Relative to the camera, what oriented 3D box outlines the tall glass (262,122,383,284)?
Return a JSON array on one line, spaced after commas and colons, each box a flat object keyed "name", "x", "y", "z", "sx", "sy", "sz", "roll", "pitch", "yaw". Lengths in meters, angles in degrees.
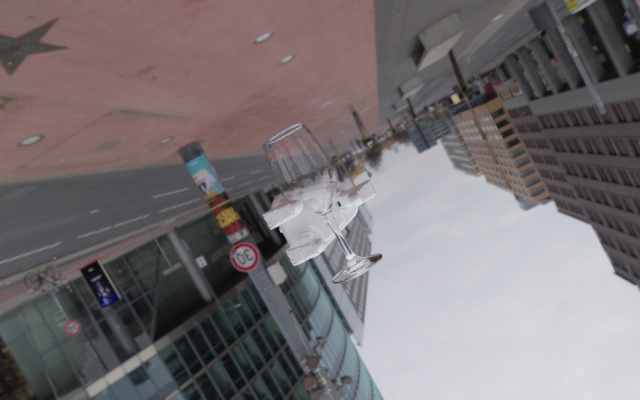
[{"name": "tall glass", "x": 0.001, "y": 0.003, "z": 0.617, "sx": 0.079, "sy": 0.201, "sz": 0.079, "roll": -29, "pitch": 3, "yaw": 2}]
